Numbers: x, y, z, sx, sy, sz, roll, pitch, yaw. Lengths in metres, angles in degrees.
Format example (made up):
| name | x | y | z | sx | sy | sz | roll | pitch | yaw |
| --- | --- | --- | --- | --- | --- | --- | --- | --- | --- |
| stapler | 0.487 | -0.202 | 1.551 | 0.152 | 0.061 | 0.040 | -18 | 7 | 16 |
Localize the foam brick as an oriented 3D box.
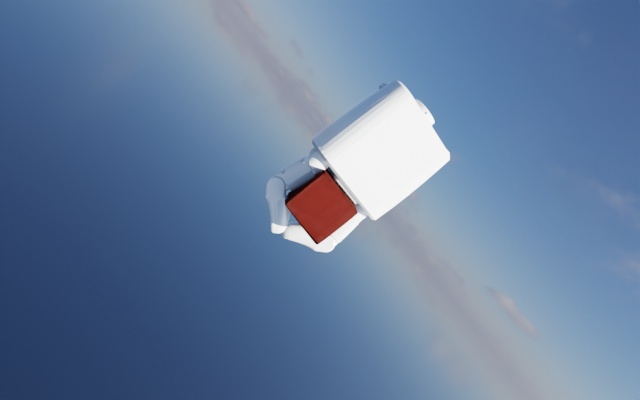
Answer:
| name | x | y | z | sx | sy | sz | roll | pitch | yaw |
| --- | --- | --- | --- | --- | --- | --- | --- | --- | --- |
| foam brick | 0.000 | 0.002 | 0.490 | 0.051 | 0.053 | 0.078 | -37 | 9 | 5 |
